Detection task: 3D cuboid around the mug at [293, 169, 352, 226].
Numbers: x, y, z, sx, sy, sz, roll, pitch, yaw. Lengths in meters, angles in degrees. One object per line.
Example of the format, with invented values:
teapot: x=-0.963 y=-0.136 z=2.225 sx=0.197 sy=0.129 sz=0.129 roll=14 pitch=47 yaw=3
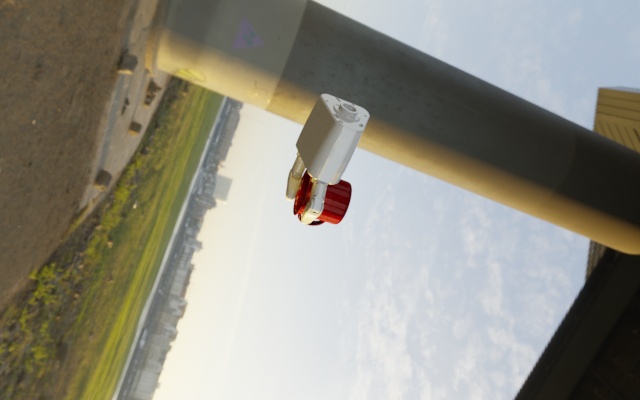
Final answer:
mug: x=0.000 y=0.004 z=0.856 sx=0.081 sy=0.117 sz=0.093 roll=18 pitch=35 yaw=-13
